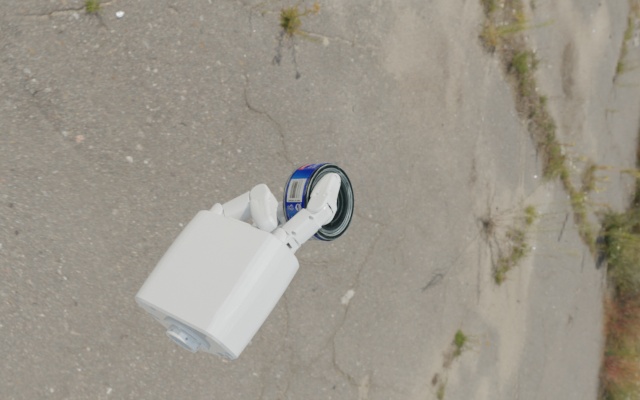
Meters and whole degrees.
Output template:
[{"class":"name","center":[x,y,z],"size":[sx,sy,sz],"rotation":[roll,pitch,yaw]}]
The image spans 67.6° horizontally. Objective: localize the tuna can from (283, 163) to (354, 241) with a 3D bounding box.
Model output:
[{"class":"tuna can","center":[0.001,0.002,0.522],"size":[0.034,0.086,0.086],"rotation":[0,0,40]}]
